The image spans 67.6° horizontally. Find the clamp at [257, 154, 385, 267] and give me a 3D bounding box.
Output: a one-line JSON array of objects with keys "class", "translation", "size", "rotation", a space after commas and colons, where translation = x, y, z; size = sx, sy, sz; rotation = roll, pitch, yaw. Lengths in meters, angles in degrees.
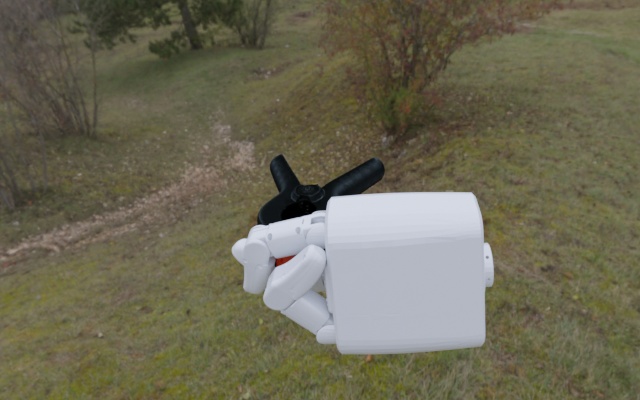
[{"class": "clamp", "translation": [0.000, 0.001, 0.442], "size": [0.120, 0.039, 0.171], "rotation": [-6, 34, 10]}]
